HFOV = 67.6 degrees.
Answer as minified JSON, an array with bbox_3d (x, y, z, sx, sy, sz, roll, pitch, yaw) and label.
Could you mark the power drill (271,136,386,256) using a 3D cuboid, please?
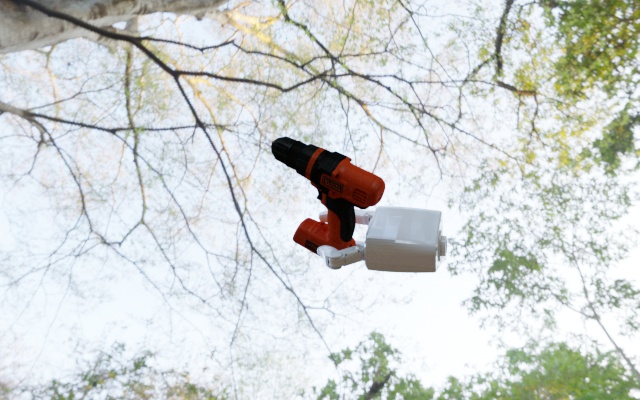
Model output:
[{"bbox_3d":[0.000,0.003,0.738,0.184,0.188,0.057,28,49,19],"label":"power drill"}]
